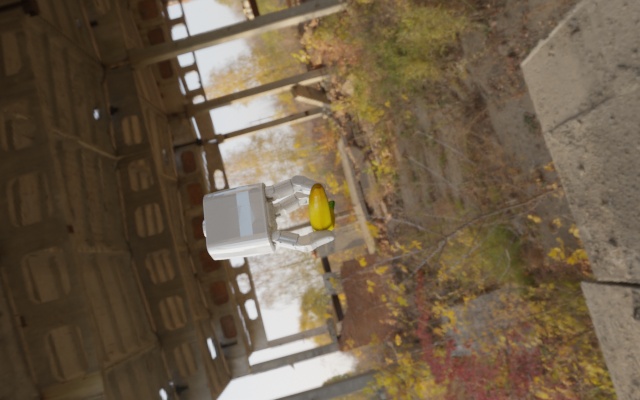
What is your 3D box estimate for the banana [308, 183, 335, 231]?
[{"bbox_3d":[0.002,0.022,0.797,0.037,0.069,0.198,-4,-8,5],"label":"banana"}]
